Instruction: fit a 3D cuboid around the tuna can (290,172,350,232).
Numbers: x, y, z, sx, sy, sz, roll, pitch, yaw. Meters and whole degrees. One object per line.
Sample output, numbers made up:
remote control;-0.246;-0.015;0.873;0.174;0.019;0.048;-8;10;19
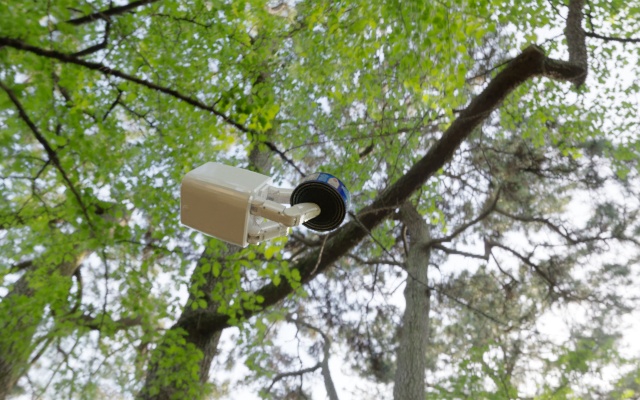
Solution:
tuna can;0.000;0.002;0.707;0.086;0.086;0.033;0;29;19
